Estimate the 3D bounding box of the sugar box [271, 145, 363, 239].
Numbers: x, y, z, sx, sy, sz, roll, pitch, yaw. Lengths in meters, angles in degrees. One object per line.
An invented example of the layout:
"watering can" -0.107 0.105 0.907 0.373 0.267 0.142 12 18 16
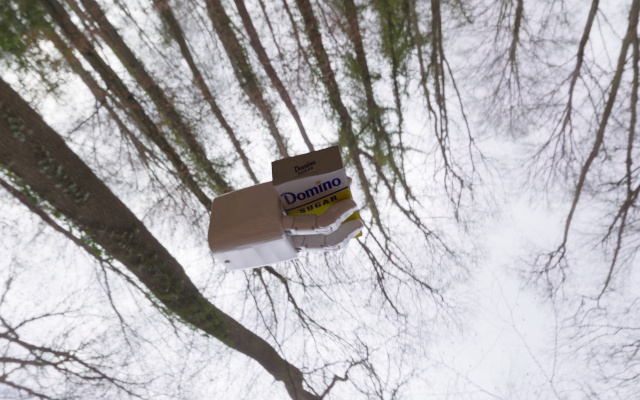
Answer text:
"sugar box" 0.000 0.003 0.667 0.093 0.048 0.176 -14 -33 6
